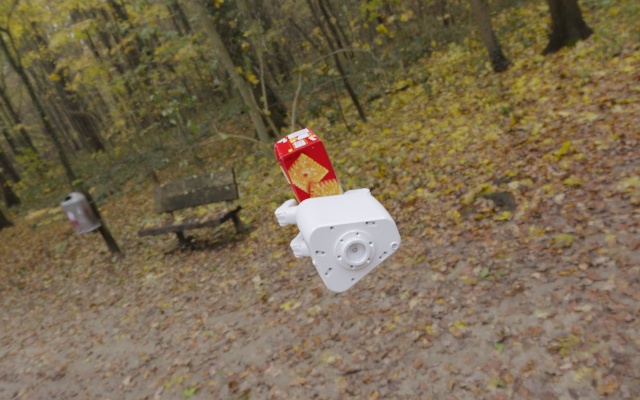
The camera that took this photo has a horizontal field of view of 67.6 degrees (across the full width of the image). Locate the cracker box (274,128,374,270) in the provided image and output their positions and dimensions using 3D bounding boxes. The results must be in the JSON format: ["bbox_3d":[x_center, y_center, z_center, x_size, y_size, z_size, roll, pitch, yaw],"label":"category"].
[{"bbox_3d":[0.000,0.002,0.754,0.072,0.214,0.164,-23,17,-2],"label":"cracker box"}]
